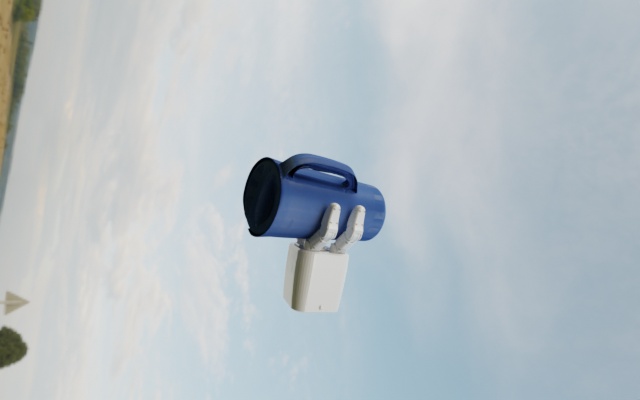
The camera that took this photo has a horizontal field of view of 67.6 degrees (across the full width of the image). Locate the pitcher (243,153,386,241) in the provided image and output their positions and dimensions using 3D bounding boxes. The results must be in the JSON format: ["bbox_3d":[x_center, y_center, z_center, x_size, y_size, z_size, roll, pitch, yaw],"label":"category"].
[{"bbox_3d":[0.000,0.003,0.838,0.243,0.145,0.149,9,0,-34],"label":"pitcher"}]
